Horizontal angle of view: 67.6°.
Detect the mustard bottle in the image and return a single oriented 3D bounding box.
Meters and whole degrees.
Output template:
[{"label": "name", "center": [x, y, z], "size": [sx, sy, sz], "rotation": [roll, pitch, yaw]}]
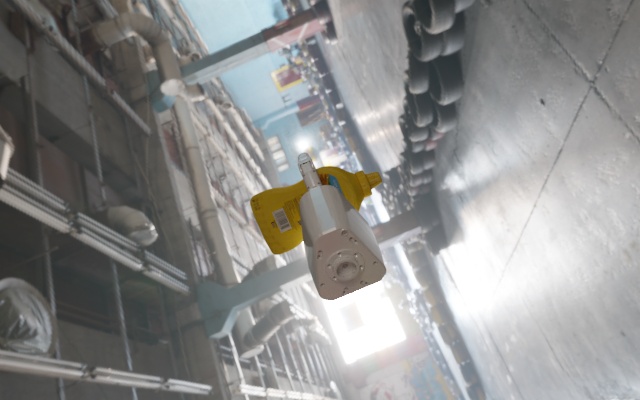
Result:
[{"label": "mustard bottle", "center": [0.000, 0.002, 0.708], "size": [0.191, 0.096, 0.058], "rotation": [-23, 5, 2]}]
